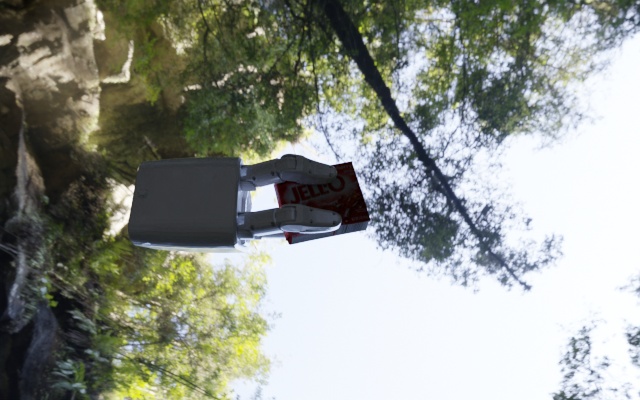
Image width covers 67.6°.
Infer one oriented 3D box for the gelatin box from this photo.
[{"bbox_3d":[0.000,0.002,0.505,0.089,0.073,0.030,-10,-26,-11],"label":"gelatin box"}]
